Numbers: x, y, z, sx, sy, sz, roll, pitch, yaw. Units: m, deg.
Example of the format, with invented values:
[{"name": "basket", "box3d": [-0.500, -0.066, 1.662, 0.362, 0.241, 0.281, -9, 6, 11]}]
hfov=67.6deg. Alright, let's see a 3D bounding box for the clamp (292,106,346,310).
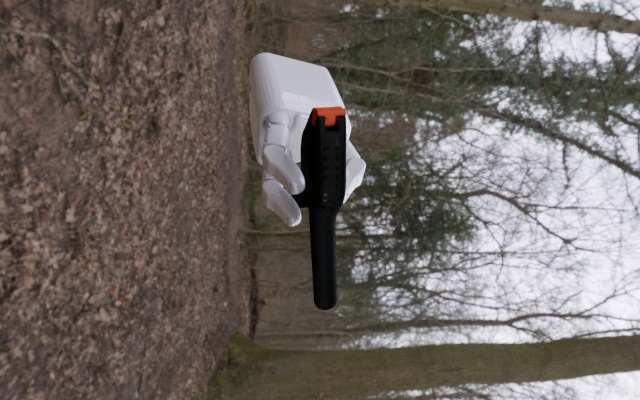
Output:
[{"name": "clamp", "box3d": [0.001, 0.001, 0.487, 0.036, 0.164, 0.210, -6, -37, -14]}]
